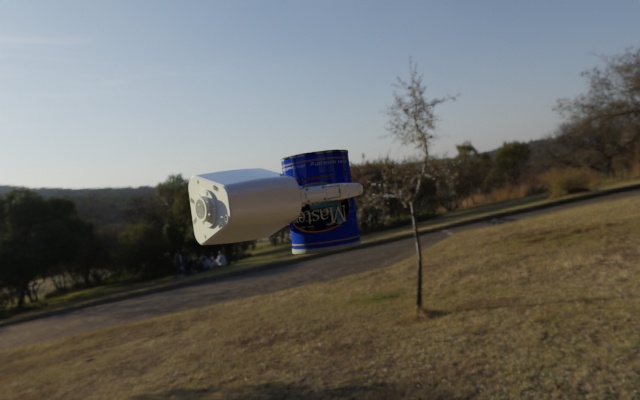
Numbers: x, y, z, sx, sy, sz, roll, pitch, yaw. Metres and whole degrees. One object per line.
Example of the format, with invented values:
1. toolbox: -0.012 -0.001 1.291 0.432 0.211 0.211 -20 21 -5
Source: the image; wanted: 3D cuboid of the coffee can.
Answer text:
1. coffee can: 0.000 0.002 0.707 0.103 0.140 0.103 -8 0 0
